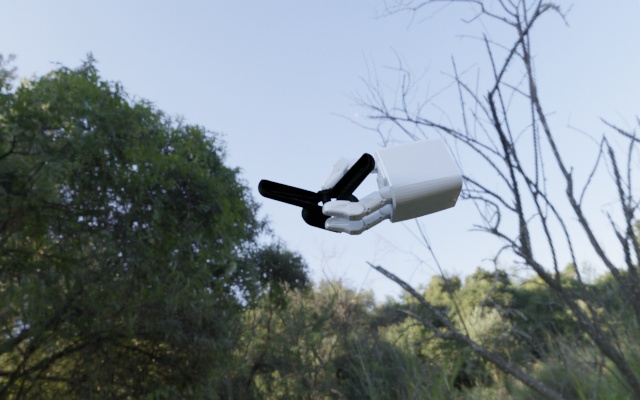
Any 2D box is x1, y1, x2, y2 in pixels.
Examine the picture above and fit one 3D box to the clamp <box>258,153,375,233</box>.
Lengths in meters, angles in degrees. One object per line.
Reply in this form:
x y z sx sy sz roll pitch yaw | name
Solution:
0.000 0.002 0.728 0.164 0.036 0.210 -10 -26 0 | clamp
